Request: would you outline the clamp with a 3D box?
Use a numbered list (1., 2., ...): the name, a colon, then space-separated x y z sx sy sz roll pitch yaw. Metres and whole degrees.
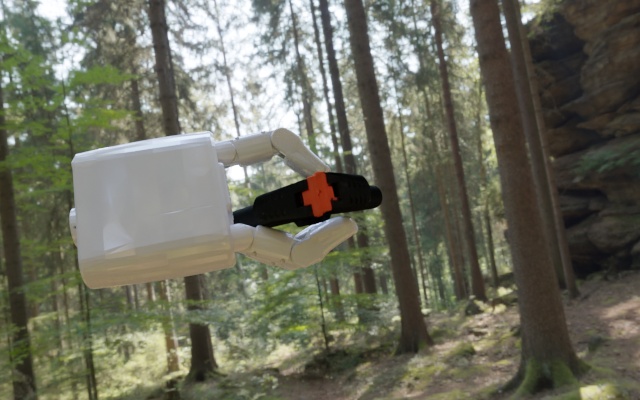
1. clamp: 0.000 0.001 0.415 0.164 0.036 0.210 -12 -3 -12
